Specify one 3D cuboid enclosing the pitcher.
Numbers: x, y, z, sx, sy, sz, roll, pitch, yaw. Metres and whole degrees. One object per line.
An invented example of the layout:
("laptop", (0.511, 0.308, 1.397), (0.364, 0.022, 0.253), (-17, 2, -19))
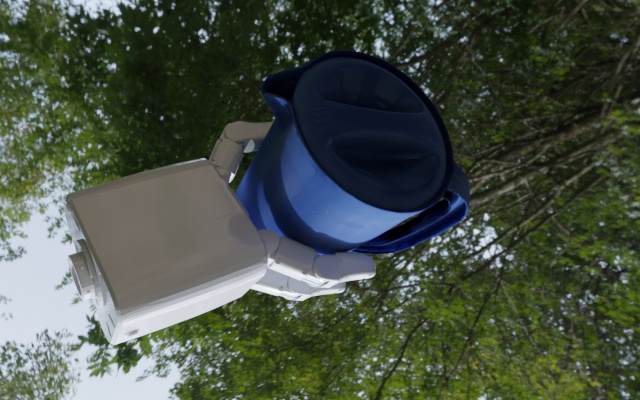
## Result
("pitcher", (0.000, 0.001, 0.426), (0.145, 0.149, 0.243), (-20, -15, -35))
